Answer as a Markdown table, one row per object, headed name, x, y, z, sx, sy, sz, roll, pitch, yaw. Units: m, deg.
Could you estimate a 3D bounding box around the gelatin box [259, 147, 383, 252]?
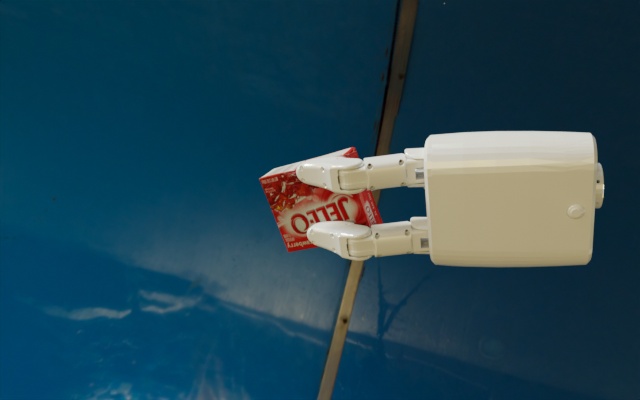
| name | x | y | z | sx | sy | sz | roll | pitch | yaw |
| --- | --- | --- | --- | --- | --- | --- | --- | --- | --- |
| gelatin box | 0.000 | 0.001 | 0.410 | 0.089 | 0.073 | 0.030 | -12 | 16 | 31 |
